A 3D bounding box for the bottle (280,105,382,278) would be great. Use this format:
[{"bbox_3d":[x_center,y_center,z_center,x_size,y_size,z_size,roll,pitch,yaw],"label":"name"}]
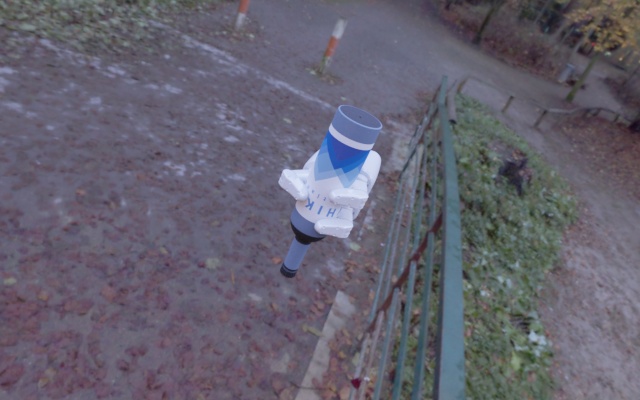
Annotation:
[{"bbox_3d":[0.000,0.002,0.725,0.069,0.296,0.069,19,29,-11],"label":"bottle"}]
